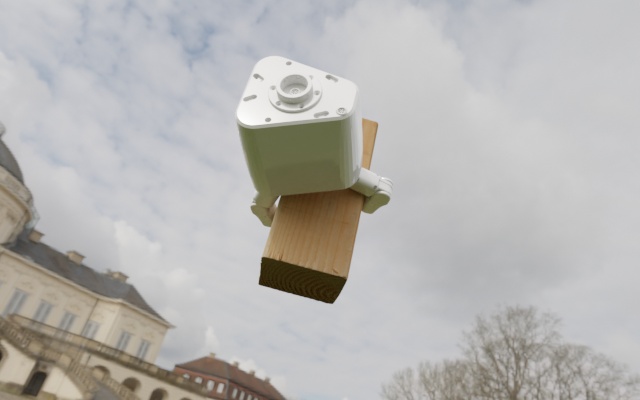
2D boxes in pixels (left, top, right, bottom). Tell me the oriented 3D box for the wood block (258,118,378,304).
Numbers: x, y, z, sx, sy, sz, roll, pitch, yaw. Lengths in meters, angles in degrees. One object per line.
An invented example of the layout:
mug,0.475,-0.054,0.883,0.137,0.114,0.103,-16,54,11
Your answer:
wood block,0.000,0.002,0.558,0.091,0.206,0.090,15,-30,-1
